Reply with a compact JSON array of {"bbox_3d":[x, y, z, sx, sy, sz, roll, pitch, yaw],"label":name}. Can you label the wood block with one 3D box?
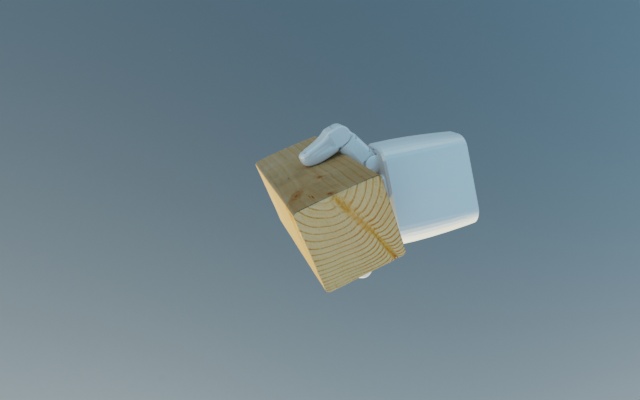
[{"bbox_3d":[0.000,0.001,0.533,0.090,0.091,0.206,-25,22,-9],"label":"wood block"}]
